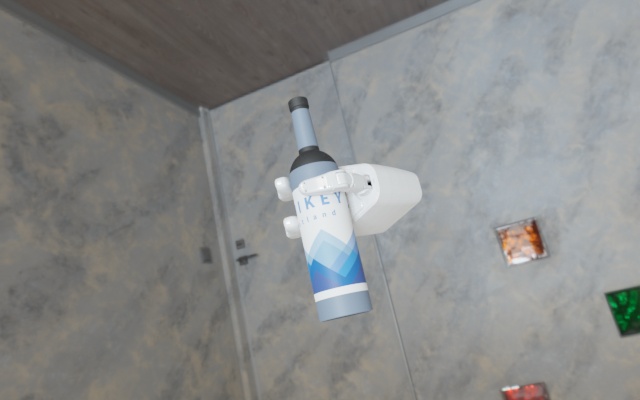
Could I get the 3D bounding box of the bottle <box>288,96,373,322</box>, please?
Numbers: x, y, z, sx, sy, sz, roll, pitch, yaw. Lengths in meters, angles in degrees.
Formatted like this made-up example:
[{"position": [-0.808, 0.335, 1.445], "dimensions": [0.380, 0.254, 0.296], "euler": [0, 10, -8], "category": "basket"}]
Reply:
[{"position": [0.000, 0.002, 0.618], "dimensions": [0.069, 0.295, 0.069], "euler": [-12, -15, -3], "category": "bottle"}]
